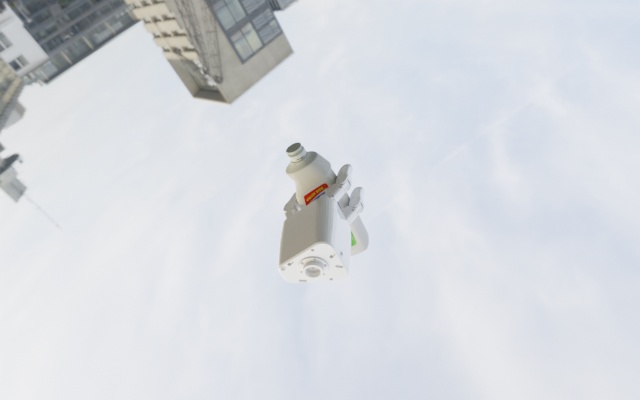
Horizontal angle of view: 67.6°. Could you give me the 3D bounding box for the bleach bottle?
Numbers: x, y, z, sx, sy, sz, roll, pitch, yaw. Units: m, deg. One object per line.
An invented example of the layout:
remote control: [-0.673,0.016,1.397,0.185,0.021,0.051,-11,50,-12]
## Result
bleach bottle: [0.000,0.003,0.871,0.102,0.251,0.068,-18,36,18]
